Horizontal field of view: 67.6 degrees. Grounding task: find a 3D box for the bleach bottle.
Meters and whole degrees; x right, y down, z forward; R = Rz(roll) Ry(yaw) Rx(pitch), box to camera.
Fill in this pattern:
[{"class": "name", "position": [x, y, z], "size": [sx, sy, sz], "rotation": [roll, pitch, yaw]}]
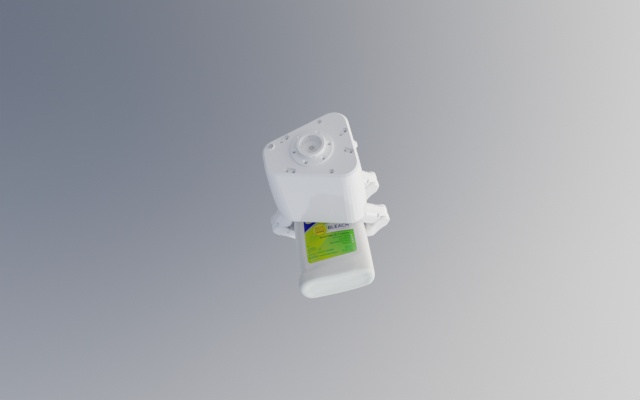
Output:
[{"class": "bleach bottle", "position": [0.000, 0.002, 0.671], "size": [0.102, 0.250, 0.068], "rotation": [-13, -30, 1]}]
